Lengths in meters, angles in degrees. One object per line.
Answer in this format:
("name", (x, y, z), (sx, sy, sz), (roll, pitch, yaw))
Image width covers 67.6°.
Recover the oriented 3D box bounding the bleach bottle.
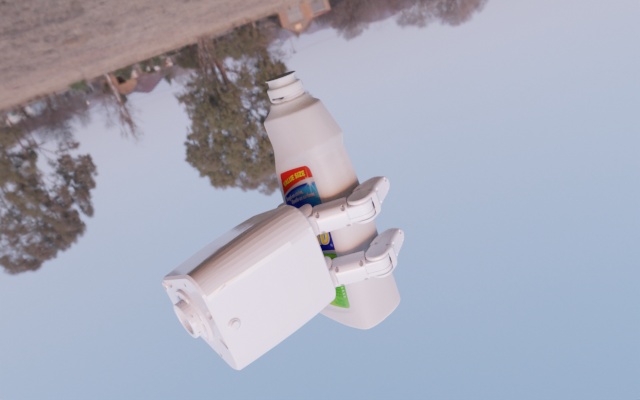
("bleach bottle", (0.000, 0.002, 0.464), (0.068, 0.251, 0.102), (-33, 25, -30))
